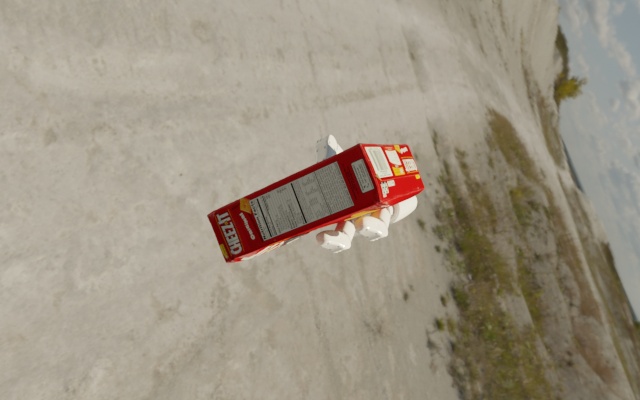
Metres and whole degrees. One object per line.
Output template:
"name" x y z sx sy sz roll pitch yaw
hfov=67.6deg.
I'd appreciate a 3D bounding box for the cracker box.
"cracker box" 0.000 0.002 0.581 0.214 0.072 0.164 -23 -5 27
